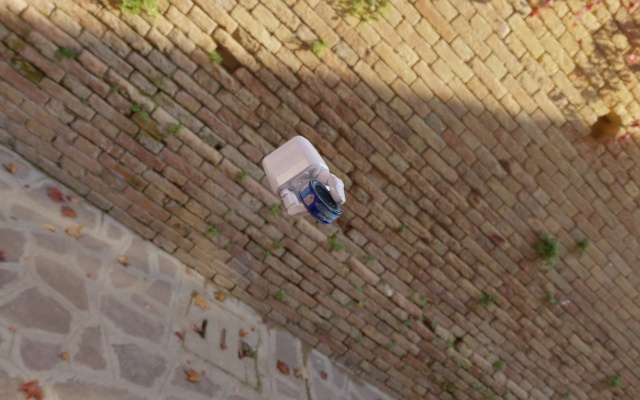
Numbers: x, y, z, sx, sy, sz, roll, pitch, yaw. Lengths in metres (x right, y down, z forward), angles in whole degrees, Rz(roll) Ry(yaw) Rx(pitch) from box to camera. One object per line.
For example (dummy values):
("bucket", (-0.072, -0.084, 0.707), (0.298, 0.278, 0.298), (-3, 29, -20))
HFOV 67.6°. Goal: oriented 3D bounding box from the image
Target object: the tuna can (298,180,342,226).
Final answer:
("tuna can", (0.001, 0.003, 0.884), (0.034, 0.086, 0.086), (-42, -14, 17))
